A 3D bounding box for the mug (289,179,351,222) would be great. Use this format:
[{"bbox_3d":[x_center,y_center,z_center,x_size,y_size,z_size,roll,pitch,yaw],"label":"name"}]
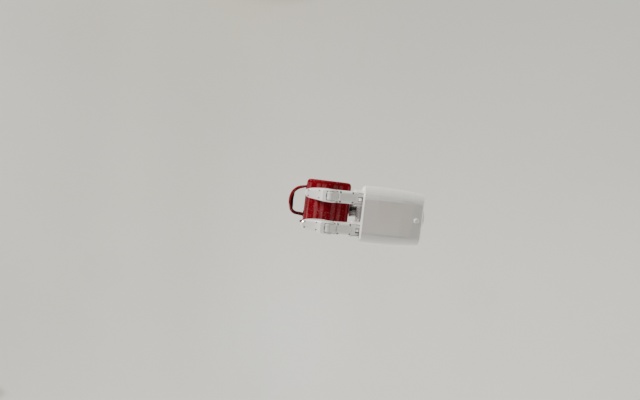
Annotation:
[{"bbox_3d":[-0.001,0.002,0.876,0.117,0.081,0.093,7,3,-3],"label":"mug"}]
